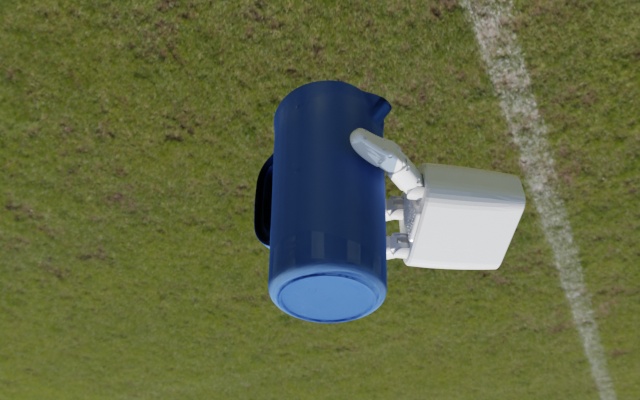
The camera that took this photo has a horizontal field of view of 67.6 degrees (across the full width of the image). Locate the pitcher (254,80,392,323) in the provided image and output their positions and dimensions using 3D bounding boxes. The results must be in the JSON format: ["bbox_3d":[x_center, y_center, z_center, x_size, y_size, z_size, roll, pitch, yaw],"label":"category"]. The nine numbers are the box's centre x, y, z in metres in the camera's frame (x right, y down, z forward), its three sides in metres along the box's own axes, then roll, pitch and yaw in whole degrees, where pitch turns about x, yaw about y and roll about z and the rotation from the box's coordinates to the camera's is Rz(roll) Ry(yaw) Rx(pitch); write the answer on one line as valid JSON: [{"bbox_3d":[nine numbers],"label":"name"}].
[{"bbox_3d":[0.000,0.002,0.509,0.145,0.242,0.149,7,-40,-6],"label":"pitcher"}]
